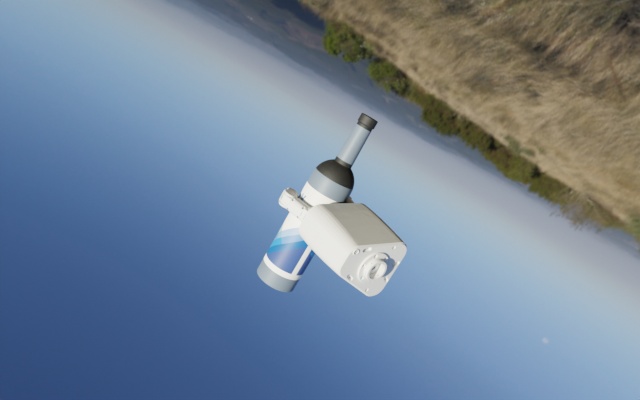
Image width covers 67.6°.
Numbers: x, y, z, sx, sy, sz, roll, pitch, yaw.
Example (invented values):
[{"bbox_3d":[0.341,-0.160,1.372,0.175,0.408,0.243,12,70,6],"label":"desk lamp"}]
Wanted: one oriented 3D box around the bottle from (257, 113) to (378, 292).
[{"bbox_3d":[0.000,0.003,0.729,0.069,0.296,0.069,29,13,-7],"label":"bottle"}]
